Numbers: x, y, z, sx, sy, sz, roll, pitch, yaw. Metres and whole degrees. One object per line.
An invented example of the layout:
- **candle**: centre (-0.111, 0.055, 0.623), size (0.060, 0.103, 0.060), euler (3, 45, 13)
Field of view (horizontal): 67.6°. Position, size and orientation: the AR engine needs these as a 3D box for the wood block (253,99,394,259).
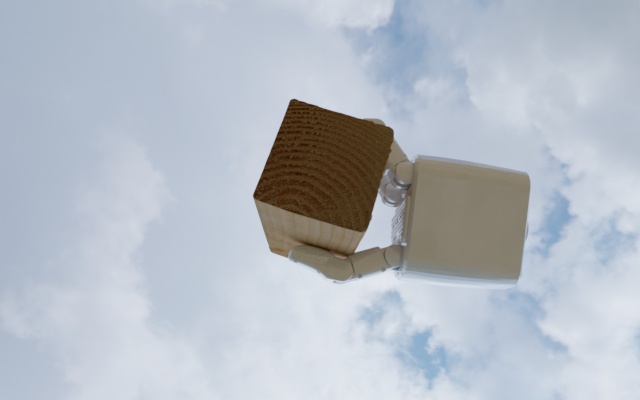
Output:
- **wood block**: centre (0.000, 0.002, 0.459), size (0.090, 0.090, 0.206), euler (17, -17, 3)
